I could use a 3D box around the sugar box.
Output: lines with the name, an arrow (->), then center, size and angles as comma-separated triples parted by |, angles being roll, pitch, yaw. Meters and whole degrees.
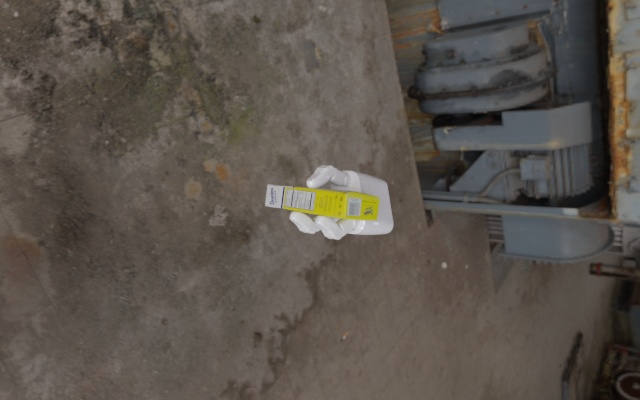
sugar box -> 0.000, 0.003, 0.804 | 0.176, 0.048, 0.093 | 4, -3, 40
